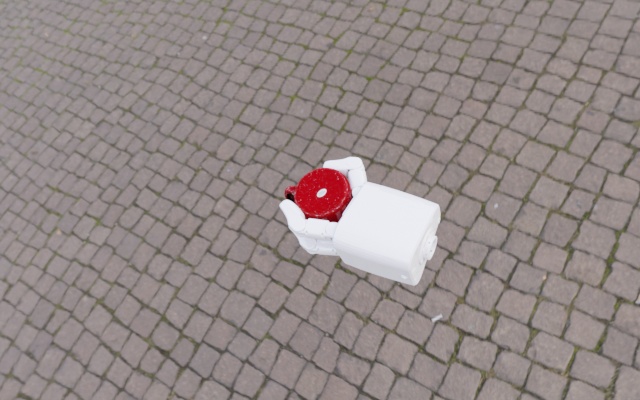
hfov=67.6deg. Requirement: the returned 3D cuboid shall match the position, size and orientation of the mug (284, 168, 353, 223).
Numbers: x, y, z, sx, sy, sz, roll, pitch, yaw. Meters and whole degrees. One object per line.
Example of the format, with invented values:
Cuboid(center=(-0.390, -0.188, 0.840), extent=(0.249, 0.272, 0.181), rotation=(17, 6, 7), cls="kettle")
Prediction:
Cuboid(center=(-0.001, 0.002, 0.703), extent=(0.117, 0.093, 0.081), rotation=(16, -22, 24), cls="mug")
